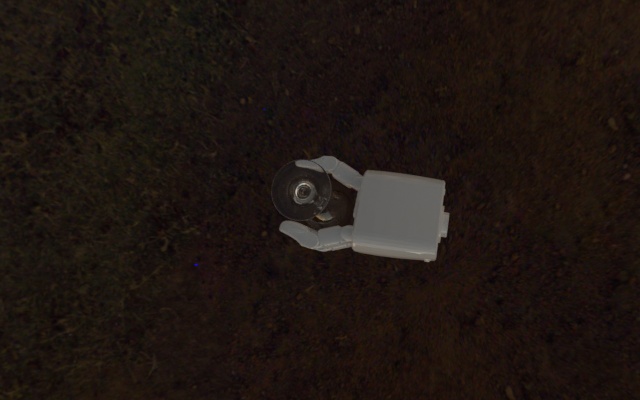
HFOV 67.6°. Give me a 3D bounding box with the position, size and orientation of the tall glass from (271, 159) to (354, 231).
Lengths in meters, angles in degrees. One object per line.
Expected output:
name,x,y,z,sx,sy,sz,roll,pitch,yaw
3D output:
tall glass,0.000,0.002,0.662,0.079,0.079,0.201,0,-9,13
